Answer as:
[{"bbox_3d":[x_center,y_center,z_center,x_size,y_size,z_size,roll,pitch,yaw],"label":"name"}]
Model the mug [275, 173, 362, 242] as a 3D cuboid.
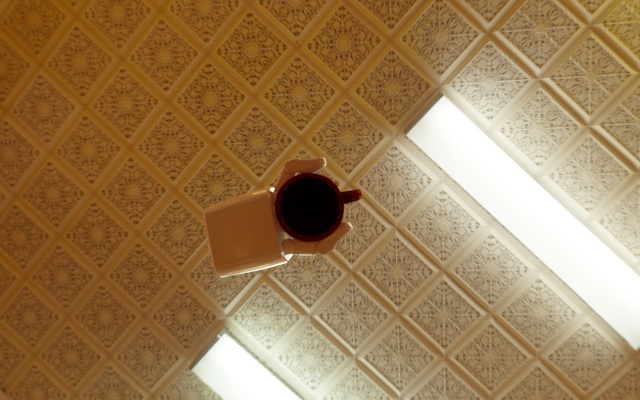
[{"bbox_3d":[0.001,0.002,0.670,0.117,0.093,0.081,-15,5,7],"label":"mug"}]
